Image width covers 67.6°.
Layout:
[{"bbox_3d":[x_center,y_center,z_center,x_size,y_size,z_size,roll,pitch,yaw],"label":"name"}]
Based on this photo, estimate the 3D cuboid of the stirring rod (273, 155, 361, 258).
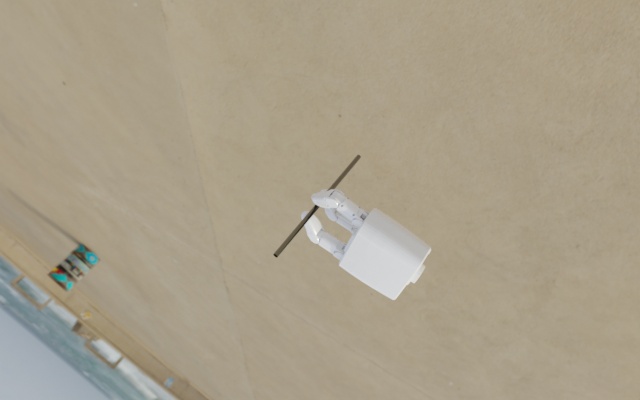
[{"bbox_3d":[0.000,0.002,0.765,0.011,0.011,0.239,0,41,47],"label":"stirring rod"}]
